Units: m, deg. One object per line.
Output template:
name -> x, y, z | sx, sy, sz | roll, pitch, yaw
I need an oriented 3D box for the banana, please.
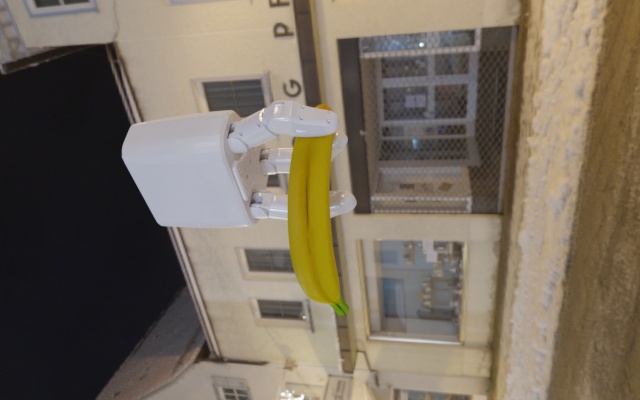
banana -> -0.005, 0.002, 0.417 | 0.037, 0.197, 0.069 | -6, -10, 16
